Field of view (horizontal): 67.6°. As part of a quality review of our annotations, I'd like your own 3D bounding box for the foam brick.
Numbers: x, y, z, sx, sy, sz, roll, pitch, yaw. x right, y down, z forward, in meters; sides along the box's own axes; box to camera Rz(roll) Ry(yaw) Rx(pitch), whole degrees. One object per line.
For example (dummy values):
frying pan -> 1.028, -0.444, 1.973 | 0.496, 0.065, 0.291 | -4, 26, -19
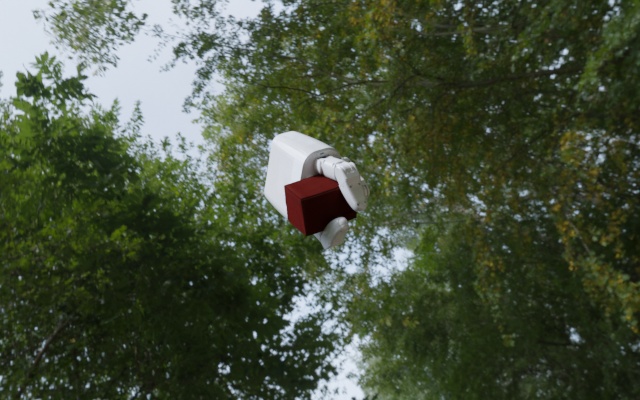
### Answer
foam brick -> 0.000, 0.002, 0.601 | 0.078, 0.053, 0.051 | -19, 30, -26
